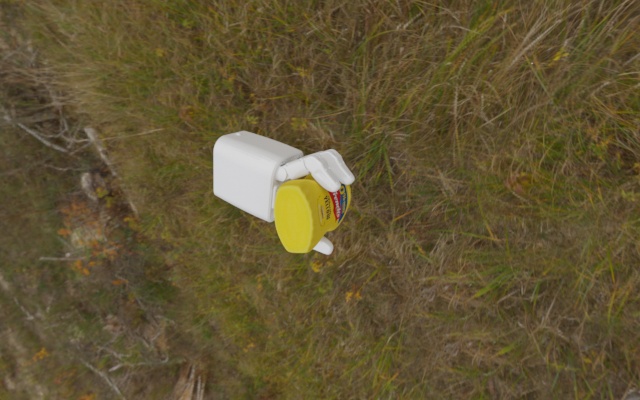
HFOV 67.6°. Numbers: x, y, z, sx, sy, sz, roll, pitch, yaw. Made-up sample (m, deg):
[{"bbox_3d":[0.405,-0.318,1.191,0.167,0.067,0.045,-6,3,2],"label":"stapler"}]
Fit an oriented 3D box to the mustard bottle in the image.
[{"bbox_3d":[0.000,0.002,0.707,0.058,0.096,0.191,-2,14,24],"label":"mustard bottle"}]
